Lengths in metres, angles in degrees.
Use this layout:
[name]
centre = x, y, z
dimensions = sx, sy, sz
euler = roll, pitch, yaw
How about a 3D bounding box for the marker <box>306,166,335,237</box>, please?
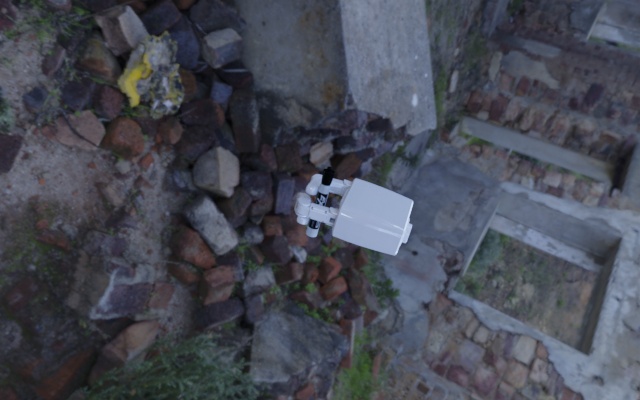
[marker]
centre = 0.000, 0.002, 0.760
dimensions = 0.020, 0.121, 0.020
euler = 14, 23, -6
